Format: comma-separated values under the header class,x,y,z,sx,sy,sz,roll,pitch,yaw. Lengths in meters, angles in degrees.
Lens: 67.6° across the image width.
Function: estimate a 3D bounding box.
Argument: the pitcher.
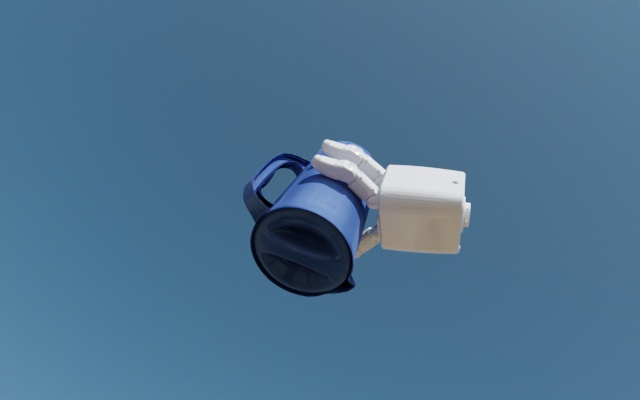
class,x,y,z,sx,sy,sz,roll,pitch,yaw
pitcher,0.000,0.002,0.672,0.145,0.149,0.242,4,31,16
